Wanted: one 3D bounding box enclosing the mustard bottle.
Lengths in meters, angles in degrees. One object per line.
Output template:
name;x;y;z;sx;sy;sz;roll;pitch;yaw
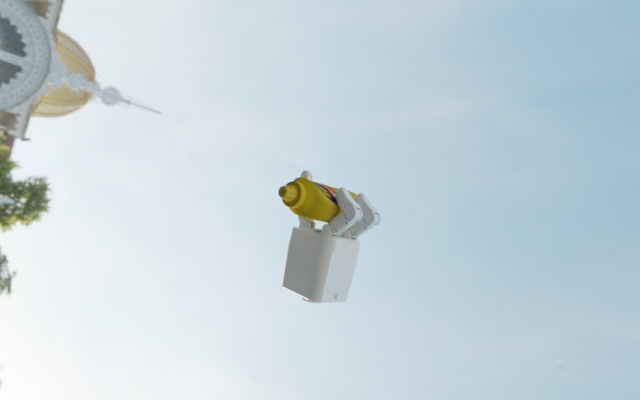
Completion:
mustard bottle;0.000;0.002;0.779;0.096;0.058;0.192;41;16;35
